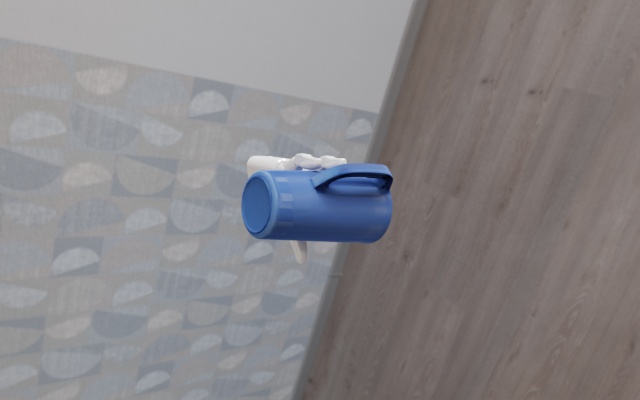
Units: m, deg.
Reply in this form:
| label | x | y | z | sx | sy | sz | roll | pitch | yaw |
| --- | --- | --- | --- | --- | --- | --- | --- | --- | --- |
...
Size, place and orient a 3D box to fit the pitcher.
| label | x | y | z | sx | sy | sz | roll | pitch | yaw |
| --- | --- | --- | --- | --- | --- | --- | --- | --- | --- |
| pitcher | 0.000 | 0.003 | 0.802 | 0.243 | 0.149 | 0.145 | 2 | 8 | -38 |
